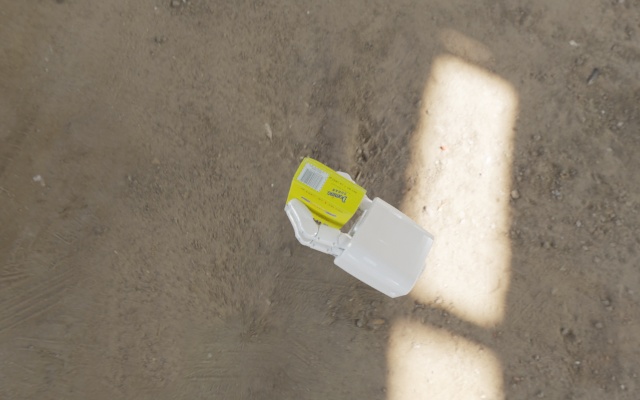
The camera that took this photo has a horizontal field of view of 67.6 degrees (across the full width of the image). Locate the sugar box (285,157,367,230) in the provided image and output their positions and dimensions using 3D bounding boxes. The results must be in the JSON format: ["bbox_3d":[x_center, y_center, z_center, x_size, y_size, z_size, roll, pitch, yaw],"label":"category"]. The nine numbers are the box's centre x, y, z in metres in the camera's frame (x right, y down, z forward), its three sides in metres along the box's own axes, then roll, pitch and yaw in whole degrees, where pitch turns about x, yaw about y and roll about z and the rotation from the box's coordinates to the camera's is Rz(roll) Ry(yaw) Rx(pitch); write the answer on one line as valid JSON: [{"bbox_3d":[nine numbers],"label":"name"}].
[{"bbox_3d":[0.000,0.003,0.696,0.093,0.048,0.176,31,-18,1],"label":"sugar box"}]
